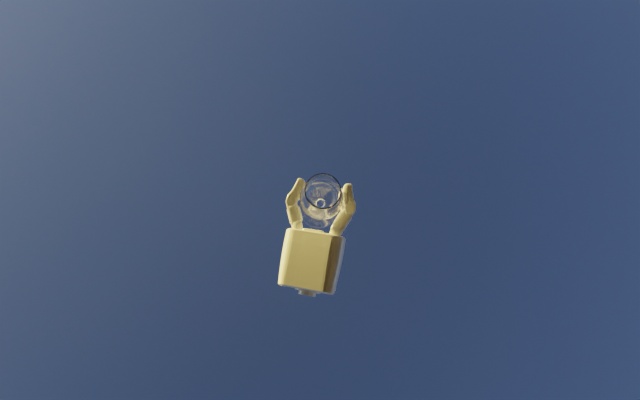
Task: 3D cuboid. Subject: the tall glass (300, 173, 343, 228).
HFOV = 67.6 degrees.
[{"bbox_3d":[0.000,0.003,0.892,0.079,0.079,0.201,0,-11,-2],"label":"tall glass"}]
